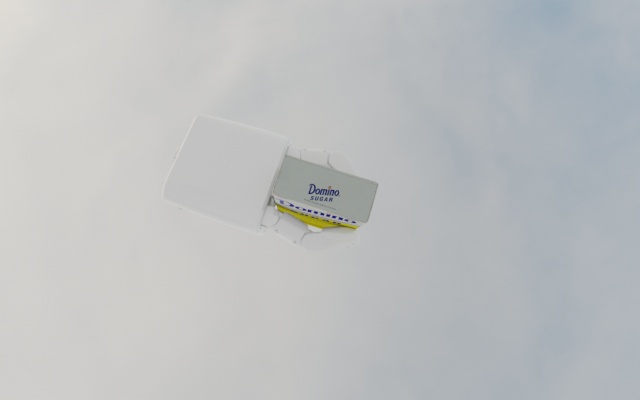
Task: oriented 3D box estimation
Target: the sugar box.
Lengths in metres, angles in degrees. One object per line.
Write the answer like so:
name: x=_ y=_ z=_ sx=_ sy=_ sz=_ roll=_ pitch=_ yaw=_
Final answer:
sugar box: x=0.000 y=0.002 z=0.517 sx=0.093 sy=0.048 sz=0.176 roll=17 pitch=-6 yaw=0
